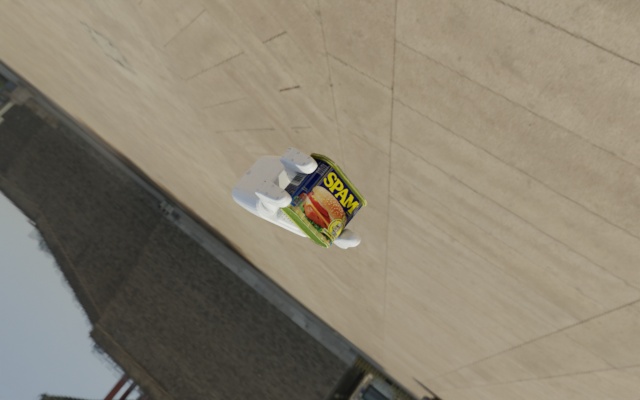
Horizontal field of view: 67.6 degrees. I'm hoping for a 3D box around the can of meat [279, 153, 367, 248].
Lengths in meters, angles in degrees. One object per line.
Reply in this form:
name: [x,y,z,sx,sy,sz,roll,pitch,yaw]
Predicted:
can of meat: [0.000,0.002,0.636,0.102,0.084,0.057,49,-16,-33]
